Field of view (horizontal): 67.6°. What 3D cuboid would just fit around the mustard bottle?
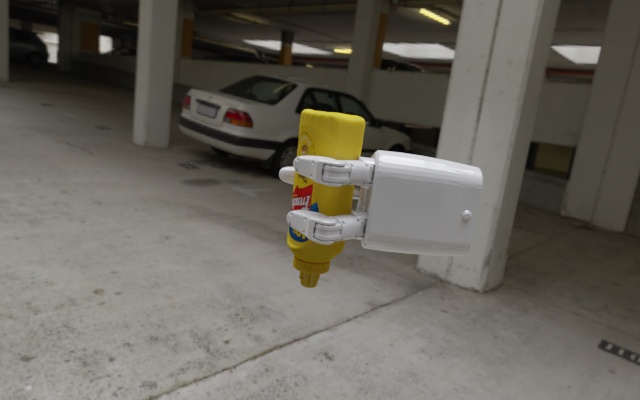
[{"bbox_3d":[0.000,0.001,0.515,0.058,0.192,0.096,2,13,-26],"label":"mustard bottle"}]
